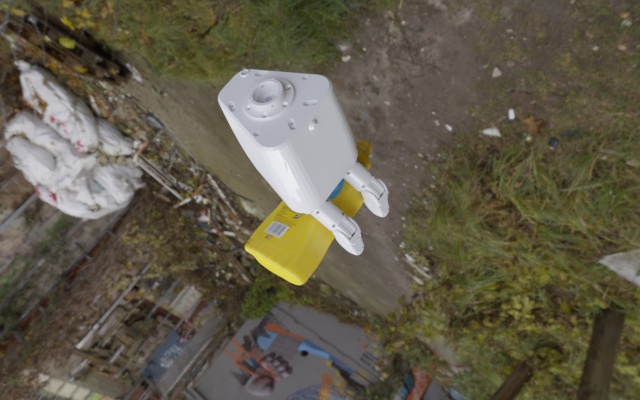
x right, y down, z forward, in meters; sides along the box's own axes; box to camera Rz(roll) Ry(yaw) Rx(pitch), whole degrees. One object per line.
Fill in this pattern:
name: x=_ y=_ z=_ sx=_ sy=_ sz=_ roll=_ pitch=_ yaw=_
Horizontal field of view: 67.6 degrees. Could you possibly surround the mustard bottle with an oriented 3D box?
mustard bottle: x=0.000 y=0.002 z=0.560 sx=0.096 sy=0.191 sz=0.058 roll=16 pitch=-27 yaw=52
